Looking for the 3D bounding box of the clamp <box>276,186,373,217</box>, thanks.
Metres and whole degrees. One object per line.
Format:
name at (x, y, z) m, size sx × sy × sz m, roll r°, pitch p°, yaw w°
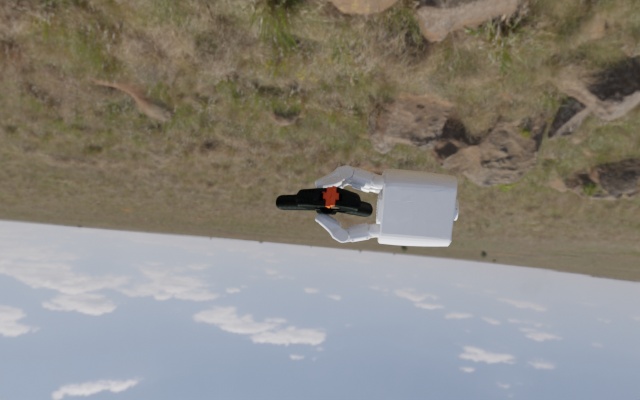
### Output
clamp at (0.000, 0.003, 0.729) m, size 0.164 × 0.036 × 0.210 m, roll 3°, pitch -5°, yaw 5°
